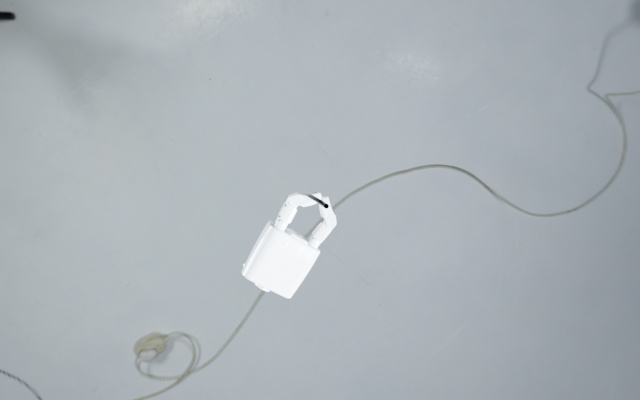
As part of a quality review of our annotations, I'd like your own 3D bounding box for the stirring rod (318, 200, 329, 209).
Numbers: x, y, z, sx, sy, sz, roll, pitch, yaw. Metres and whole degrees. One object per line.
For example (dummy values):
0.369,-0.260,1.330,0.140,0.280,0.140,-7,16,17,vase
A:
0.000,0.003,0.847,0.011,0.011,0.239,0,3,-4,stirring rod
